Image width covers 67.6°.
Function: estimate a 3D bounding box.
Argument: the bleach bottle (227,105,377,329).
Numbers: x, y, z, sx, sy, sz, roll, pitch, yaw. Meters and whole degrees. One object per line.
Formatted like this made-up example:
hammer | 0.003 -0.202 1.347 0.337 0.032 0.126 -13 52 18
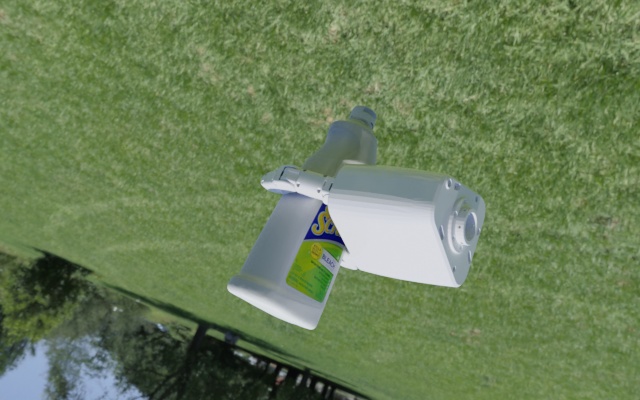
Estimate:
bleach bottle | 0.000 0.002 0.513 0.068 0.250 0.103 7 -25 41
